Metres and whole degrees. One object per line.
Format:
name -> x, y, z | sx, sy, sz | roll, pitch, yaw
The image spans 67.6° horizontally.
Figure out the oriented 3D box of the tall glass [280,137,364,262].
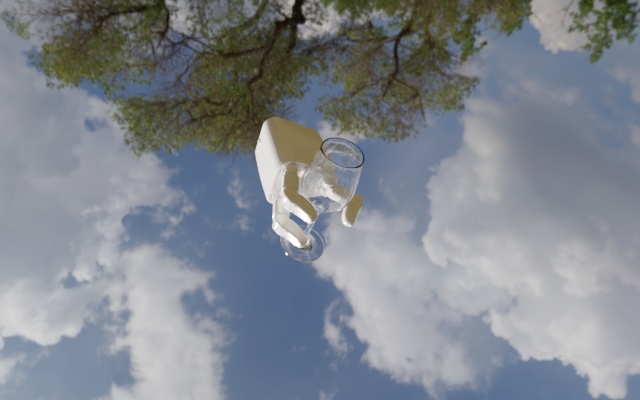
tall glass -> 0.000, 0.003, 0.705 | 0.079, 0.079, 0.201 | 0, -42, -24
